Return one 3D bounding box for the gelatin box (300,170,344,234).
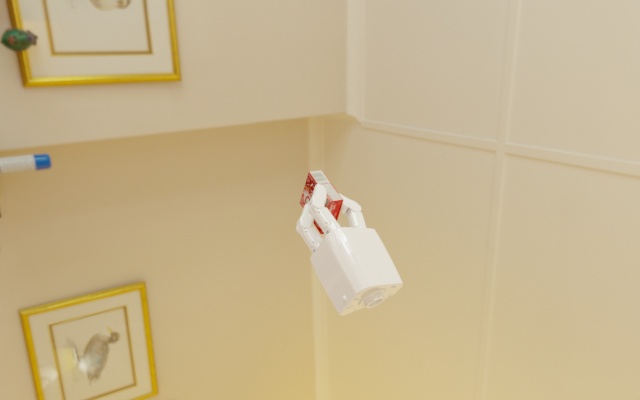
[{"bbox_3d":[0.000,0.002,0.832,0.030,0.073,0.089,-7,43,-29],"label":"gelatin box"}]
